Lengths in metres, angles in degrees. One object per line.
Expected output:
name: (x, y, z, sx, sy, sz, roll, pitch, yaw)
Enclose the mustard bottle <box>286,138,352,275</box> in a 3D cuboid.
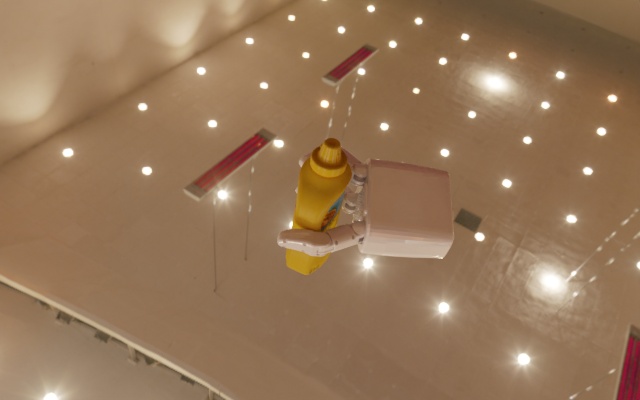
mustard bottle: (0.000, 0.002, 0.580, 0.058, 0.192, 0.096, 24, 49, 10)
